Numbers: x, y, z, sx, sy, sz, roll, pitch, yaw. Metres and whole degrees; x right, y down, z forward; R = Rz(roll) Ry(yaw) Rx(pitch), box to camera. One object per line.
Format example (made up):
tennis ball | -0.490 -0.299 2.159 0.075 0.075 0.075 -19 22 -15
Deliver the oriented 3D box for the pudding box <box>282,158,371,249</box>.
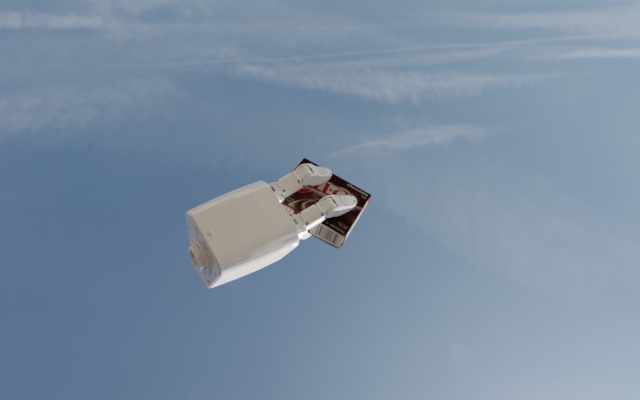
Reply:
pudding box | 0.000 0.002 0.653 0.113 0.090 0.039 31 -40 6
